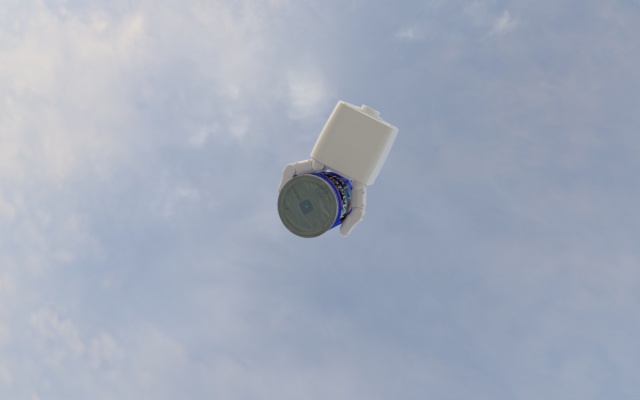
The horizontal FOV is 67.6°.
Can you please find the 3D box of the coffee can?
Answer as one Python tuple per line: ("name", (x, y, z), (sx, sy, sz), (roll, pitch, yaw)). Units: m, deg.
("coffee can", (0.000, 0.003, 0.829), (0.103, 0.103, 0.140), (0, 6, 19))
